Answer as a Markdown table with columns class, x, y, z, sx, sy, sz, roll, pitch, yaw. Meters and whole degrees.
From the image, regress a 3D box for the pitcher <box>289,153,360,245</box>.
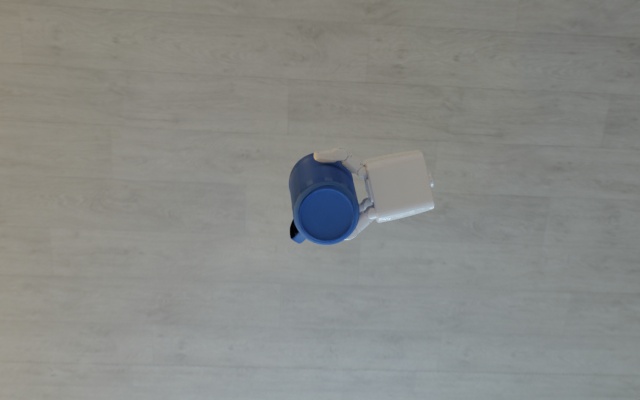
| class | x | y | z | sx | sy | sz | roll | pitch | yaw |
| --- | --- | --- | --- | --- | --- | --- | --- | --- | --- |
| pitcher | 0.000 | 0.003 | 0.874 | 0.145 | 0.149 | 0.242 | -11 | 14 | 1 |
